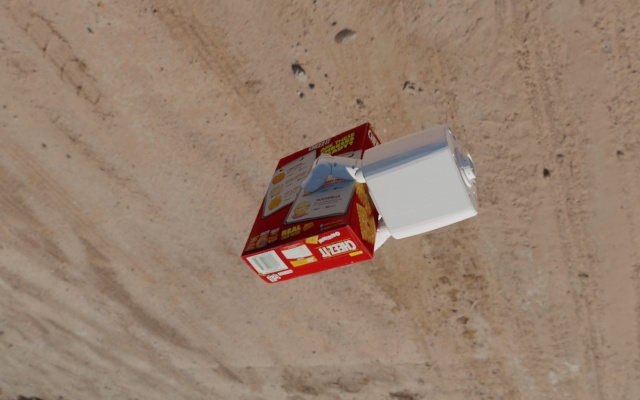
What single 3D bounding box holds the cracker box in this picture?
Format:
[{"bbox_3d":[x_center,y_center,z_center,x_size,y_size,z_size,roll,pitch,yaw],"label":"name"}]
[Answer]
[{"bbox_3d":[0.000,0.002,0.663,0.164,0.072,0.213,-19,34,28],"label":"cracker box"}]
